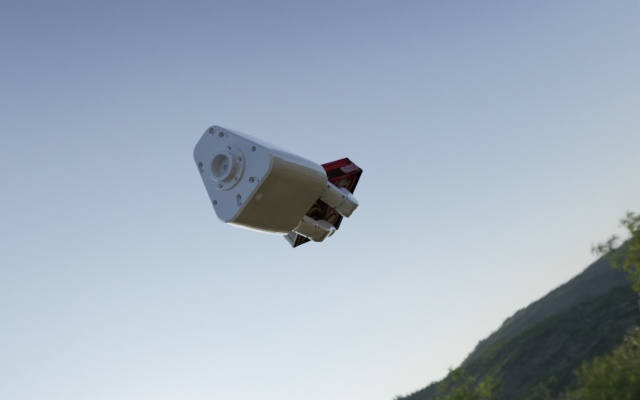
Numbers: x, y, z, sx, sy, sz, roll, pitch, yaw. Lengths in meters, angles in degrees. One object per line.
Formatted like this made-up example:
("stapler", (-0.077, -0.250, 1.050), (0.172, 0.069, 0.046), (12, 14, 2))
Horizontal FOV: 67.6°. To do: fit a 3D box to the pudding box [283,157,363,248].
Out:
("pudding box", (0.000, 0.002, 0.643), (0.090, 0.114, 0.039), (-18, 53, -40))
